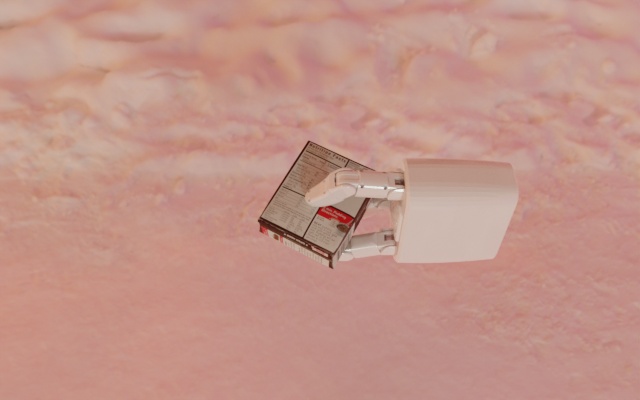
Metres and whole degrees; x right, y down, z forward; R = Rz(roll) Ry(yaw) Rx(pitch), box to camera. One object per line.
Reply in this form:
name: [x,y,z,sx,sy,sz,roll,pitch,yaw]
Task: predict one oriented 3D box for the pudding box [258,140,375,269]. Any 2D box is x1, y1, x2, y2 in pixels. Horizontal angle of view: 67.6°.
pudding box: [0.000,0.002,0.505,0.090,0.113,0.039,25,-27,12]
